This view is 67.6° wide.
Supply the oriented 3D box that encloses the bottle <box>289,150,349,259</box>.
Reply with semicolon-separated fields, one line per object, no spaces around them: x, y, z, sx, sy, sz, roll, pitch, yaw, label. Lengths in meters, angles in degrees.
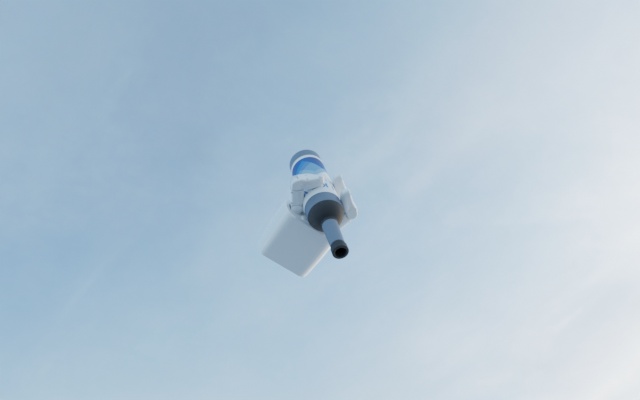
0.000;0.003;0.865;0.069;0.069;0.295;0;32;-15;bottle
